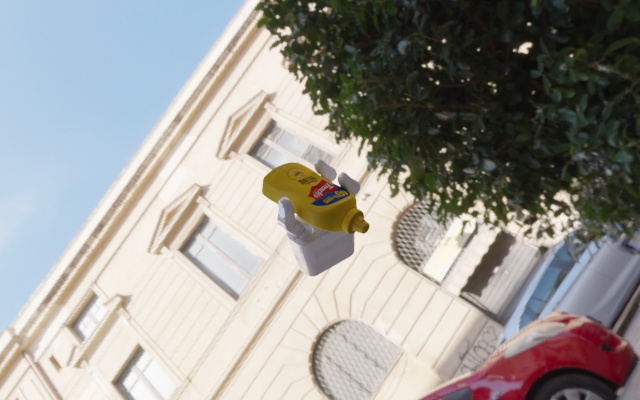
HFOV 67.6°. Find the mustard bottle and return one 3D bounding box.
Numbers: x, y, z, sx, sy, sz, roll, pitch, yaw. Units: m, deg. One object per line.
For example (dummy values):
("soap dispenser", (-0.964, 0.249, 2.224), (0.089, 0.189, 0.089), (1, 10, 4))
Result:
("mustard bottle", (0.000, 0.002, 0.775), (0.191, 0.058, 0.096), (31, 36, 32))
